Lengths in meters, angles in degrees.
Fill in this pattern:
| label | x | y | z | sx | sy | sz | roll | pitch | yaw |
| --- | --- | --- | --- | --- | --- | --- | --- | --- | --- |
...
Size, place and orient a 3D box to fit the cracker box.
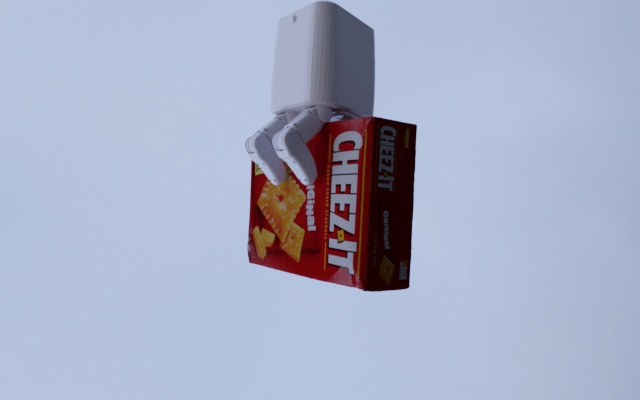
| label | x | y | z | sx | sy | sz | roll | pitch | yaw |
| --- | --- | --- | --- | --- | --- | --- | --- | --- | --- |
| cracker box | 0.000 | 0.002 | 0.530 | 0.072 | 0.164 | 0.213 | 2 | 0 | -38 |
